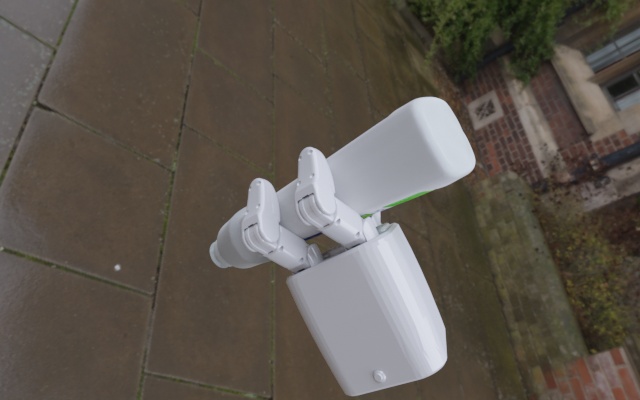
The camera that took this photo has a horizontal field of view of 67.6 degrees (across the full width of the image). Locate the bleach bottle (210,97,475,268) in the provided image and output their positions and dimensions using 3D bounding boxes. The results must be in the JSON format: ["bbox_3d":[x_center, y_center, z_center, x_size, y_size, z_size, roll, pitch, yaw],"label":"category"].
[{"bbox_3d":[0.000,0.001,0.417,0.251,0.068,0.102,-28,-4,31],"label":"bleach bottle"}]
